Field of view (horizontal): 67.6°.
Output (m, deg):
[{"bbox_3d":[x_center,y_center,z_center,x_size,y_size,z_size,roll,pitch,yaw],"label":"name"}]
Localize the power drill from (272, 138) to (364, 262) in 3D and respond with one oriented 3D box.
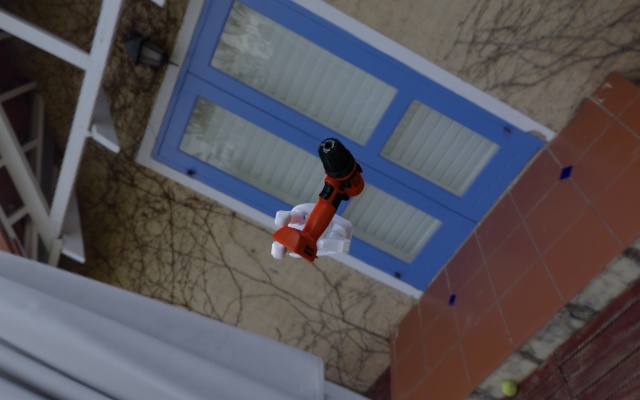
[{"bbox_3d":[0.000,0.003,0.789,0.057,0.187,0.184,32,-7,26],"label":"power drill"}]
